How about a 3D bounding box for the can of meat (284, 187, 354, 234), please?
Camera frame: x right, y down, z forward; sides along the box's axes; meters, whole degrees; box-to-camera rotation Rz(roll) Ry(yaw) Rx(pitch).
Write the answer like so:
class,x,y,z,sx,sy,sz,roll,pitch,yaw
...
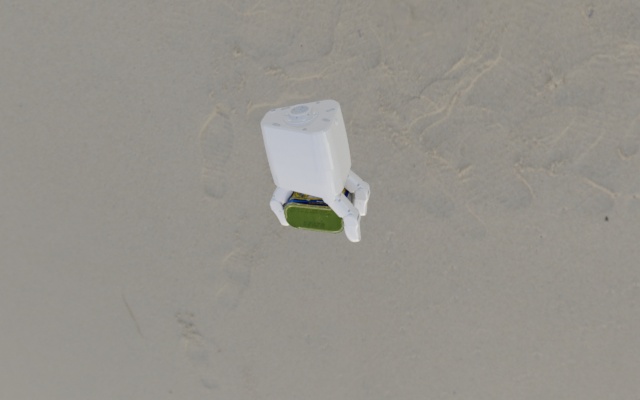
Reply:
class,x,y,z,sx,sy,sz,roll,pitch,yaw
can of meat,0.000,0.003,0.756,0.102,0.057,0.084,5,41,14
